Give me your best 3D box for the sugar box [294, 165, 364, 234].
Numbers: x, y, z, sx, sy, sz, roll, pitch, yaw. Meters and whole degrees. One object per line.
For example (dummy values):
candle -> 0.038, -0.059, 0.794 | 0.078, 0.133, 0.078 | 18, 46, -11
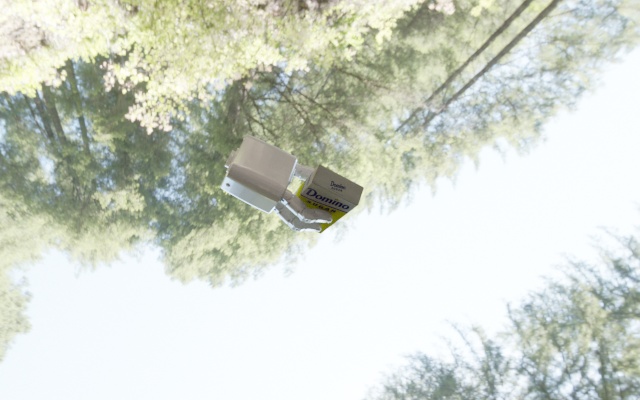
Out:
sugar box -> 0.000, 0.003, 0.893 | 0.093, 0.048, 0.176 | 27, -25, -10
